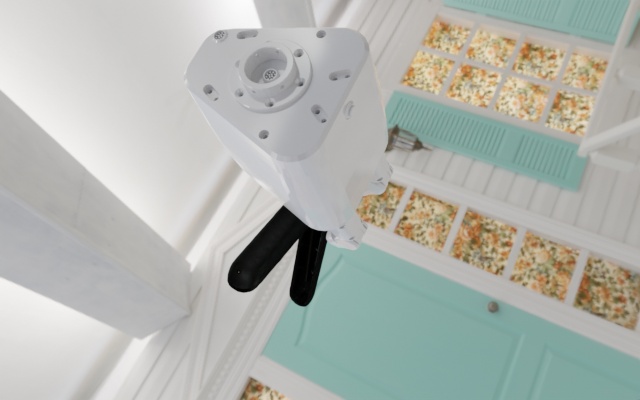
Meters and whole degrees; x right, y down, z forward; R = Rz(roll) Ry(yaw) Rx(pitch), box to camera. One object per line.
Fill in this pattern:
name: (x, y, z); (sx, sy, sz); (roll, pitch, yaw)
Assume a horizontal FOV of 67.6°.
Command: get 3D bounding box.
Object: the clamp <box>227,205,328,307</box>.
clamp: (0.000, 0.001, 0.433); (0.036, 0.210, 0.165); (22, -16, 19)
